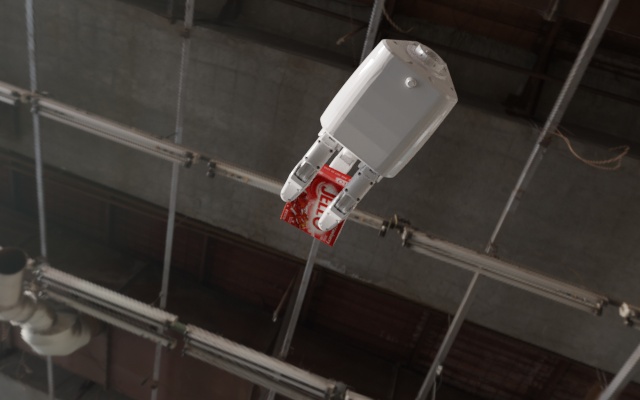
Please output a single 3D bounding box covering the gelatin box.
[{"bbox_3d":[0.000,0.002,0.566,0.073,0.089,0.030,28,38,6],"label":"gelatin box"}]
